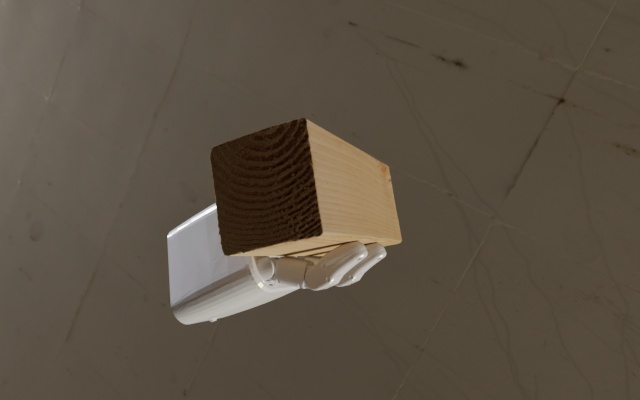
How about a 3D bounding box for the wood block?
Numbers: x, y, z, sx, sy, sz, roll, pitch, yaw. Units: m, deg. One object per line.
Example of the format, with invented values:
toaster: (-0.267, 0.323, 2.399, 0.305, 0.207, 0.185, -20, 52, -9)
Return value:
wood block: (0.000, 0.001, 0.448, 0.090, 0.091, 0.206, -14, -11, 23)
